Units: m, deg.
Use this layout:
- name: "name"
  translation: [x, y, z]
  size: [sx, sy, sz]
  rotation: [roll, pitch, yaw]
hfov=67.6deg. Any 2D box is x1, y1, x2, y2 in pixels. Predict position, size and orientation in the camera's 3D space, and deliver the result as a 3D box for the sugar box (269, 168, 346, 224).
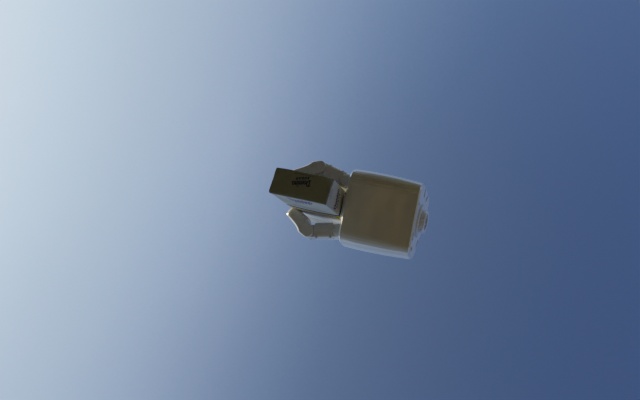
- name: "sugar box"
  translation: [0.000, 0.002, 0.739]
  size: [0.093, 0.048, 0.176]
  rotation: [12, -14, 22]
